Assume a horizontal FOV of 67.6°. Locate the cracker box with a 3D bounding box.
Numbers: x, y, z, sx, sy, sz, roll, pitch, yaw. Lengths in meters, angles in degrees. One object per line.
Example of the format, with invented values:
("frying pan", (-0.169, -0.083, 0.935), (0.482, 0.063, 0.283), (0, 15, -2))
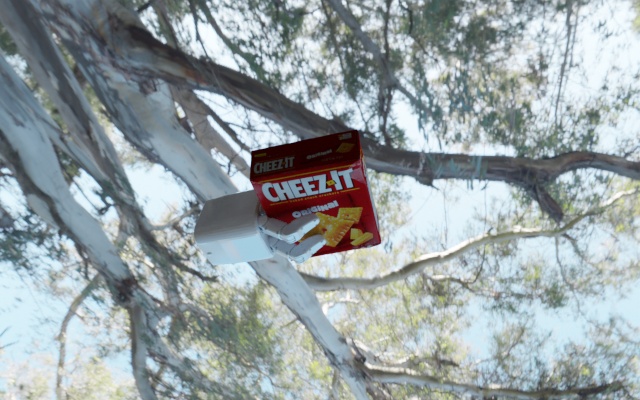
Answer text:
("cracker box", (0.000, 0.002, 0.755), (0.164, 0.072, 0.214), (-11, -41, 9))
